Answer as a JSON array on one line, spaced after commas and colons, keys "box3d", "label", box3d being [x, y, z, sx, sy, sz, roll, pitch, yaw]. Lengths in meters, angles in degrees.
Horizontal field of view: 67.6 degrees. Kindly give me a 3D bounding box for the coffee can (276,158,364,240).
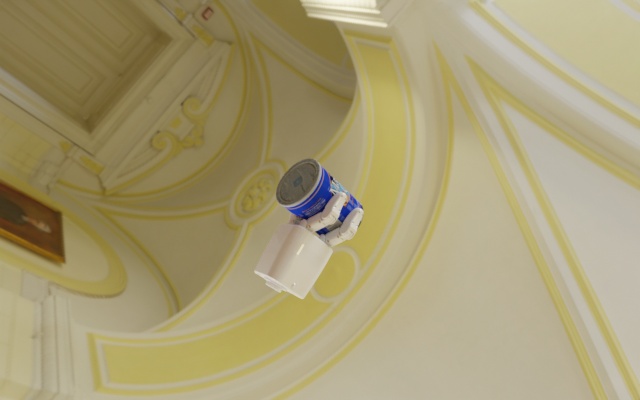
[{"box3d": [0.000, 0.003, 0.897, 0.103, 0.102, 0.140, 0, -32, 46], "label": "coffee can"}]
